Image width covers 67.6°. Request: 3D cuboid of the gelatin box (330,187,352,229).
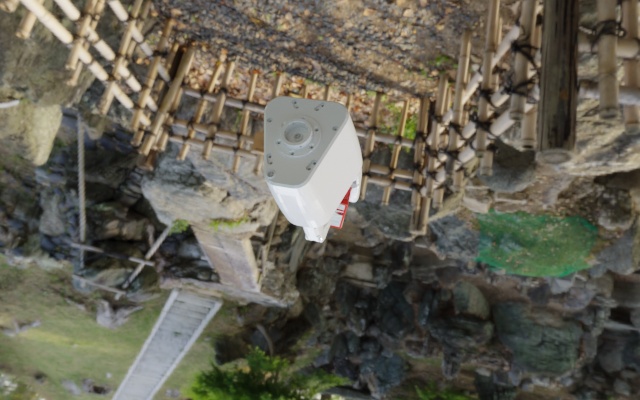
[{"bbox_3d":[0.000,0.003,0.649,0.073,0.030,0.089,14,-24,2],"label":"gelatin box"}]
